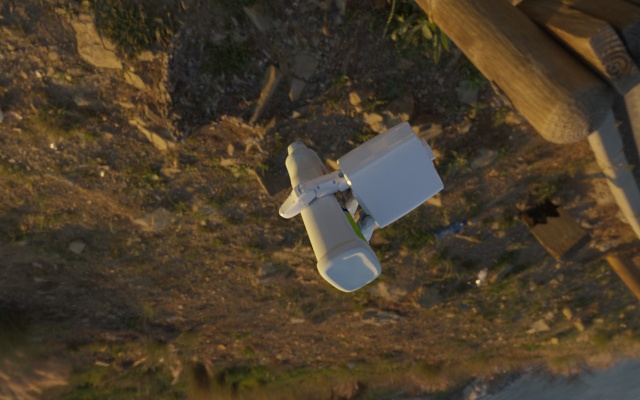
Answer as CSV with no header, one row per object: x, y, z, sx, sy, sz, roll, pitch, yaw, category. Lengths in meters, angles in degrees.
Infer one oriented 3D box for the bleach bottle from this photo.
0.000,0.002,0.677,0.068,0.250,0.103,-31,-38,8,bleach bottle
